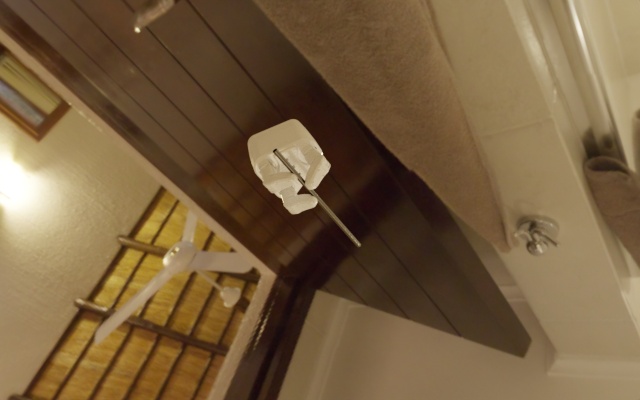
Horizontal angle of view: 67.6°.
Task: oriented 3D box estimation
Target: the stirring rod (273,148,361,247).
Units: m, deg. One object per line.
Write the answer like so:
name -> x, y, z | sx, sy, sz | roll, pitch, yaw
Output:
stirring rod -> 0.000, 0.002, 0.761 | 0.011, 0.011, 0.240 | 0, -39, 45
